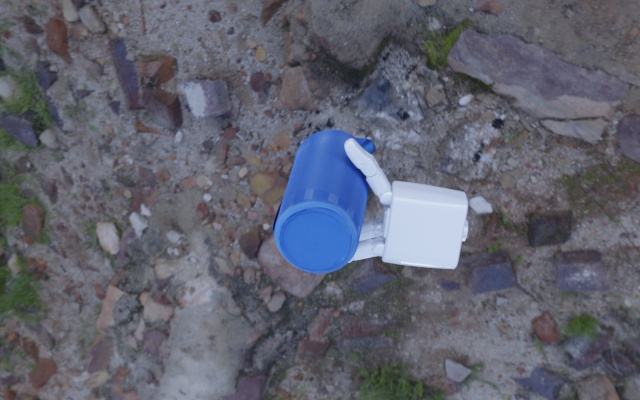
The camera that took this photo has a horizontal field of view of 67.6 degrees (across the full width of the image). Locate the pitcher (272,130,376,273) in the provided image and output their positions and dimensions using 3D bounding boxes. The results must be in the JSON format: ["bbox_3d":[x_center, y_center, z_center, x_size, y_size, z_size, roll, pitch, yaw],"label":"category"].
[{"bbox_3d":[0.000,0.002,0.702,0.145,0.149,0.242,10,28,3],"label":"pitcher"}]
